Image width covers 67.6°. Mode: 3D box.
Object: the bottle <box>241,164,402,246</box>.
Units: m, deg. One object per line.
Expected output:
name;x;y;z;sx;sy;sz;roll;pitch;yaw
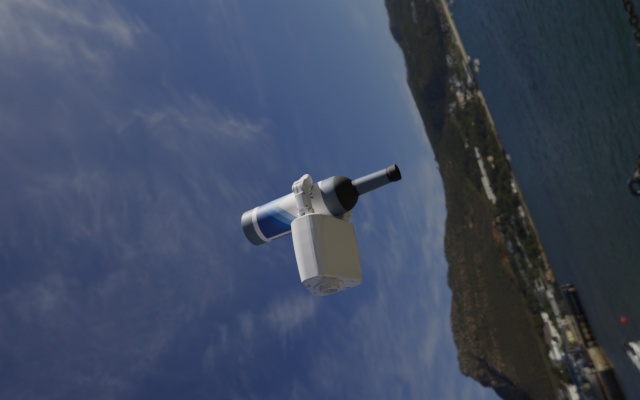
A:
bottle;0.000;0.003;0.835;0.296;0.069;0.069;-21;-8;21
